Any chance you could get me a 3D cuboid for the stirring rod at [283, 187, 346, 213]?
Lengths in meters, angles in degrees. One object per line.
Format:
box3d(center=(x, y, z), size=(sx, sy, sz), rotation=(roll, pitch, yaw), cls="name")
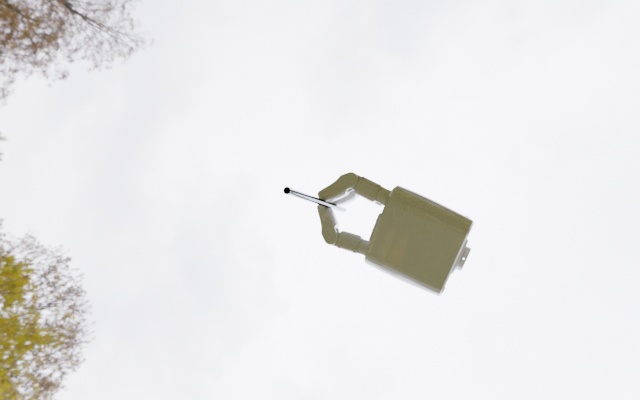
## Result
box3d(center=(0.000, 0.002, 0.614), size=(0.011, 0.011, 0.239), rotation=(0, -6, 17), cls="stirring rod")
